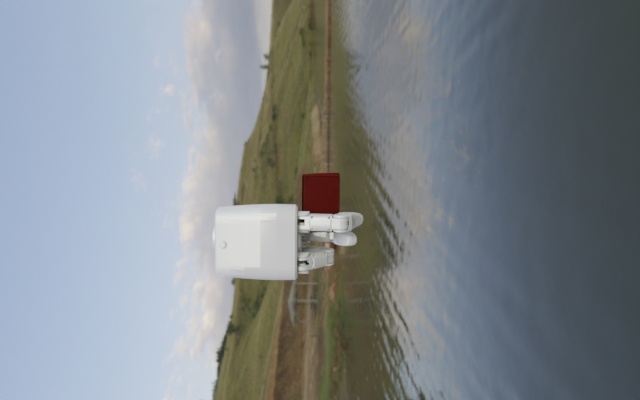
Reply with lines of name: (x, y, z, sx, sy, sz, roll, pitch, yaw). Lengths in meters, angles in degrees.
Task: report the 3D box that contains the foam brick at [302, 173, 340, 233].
foam brick: (0.000, 0.002, 0.651, 0.051, 0.078, 0.053, 1, 7, 0)
